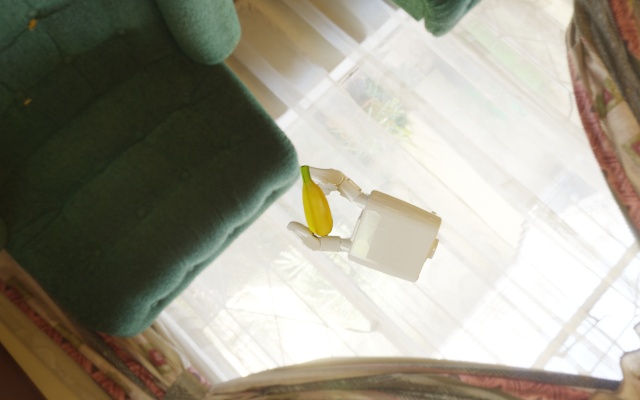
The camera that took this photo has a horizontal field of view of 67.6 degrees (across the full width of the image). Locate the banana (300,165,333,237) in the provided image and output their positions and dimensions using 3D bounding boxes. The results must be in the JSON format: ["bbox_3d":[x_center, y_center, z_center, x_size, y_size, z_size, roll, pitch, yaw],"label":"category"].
[{"bbox_3d":[0.000,0.018,0.705,0.037,0.069,0.198,-2,-22,5],"label":"banana"}]
